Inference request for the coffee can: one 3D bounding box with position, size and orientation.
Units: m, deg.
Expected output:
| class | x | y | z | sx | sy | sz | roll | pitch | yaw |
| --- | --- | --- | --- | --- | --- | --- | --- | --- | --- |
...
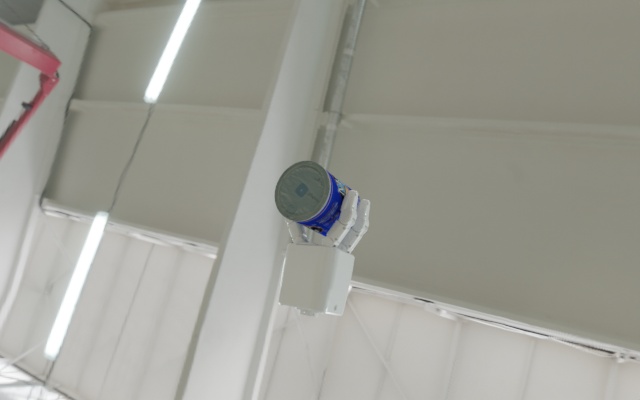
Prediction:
| class | x | y | z | sx | sy | sz | roll | pitch | yaw |
| --- | --- | --- | --- | --- | --- | --- | --- | --- | --- |
| coffee can | 0.000 | 0.002 | 0.830 | 0.103 | 0.102 | 0.140 | 0 | -16 | 28 |
